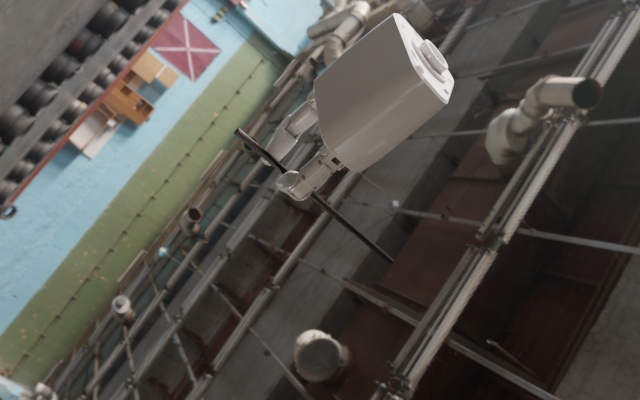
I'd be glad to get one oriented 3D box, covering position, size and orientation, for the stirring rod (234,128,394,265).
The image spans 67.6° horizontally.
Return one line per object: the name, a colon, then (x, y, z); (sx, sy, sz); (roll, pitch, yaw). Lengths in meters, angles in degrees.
stirring rod: (0.000, 0.002, 0.527); (0.239, 0.011, 0.011); (40, -18, -22)
